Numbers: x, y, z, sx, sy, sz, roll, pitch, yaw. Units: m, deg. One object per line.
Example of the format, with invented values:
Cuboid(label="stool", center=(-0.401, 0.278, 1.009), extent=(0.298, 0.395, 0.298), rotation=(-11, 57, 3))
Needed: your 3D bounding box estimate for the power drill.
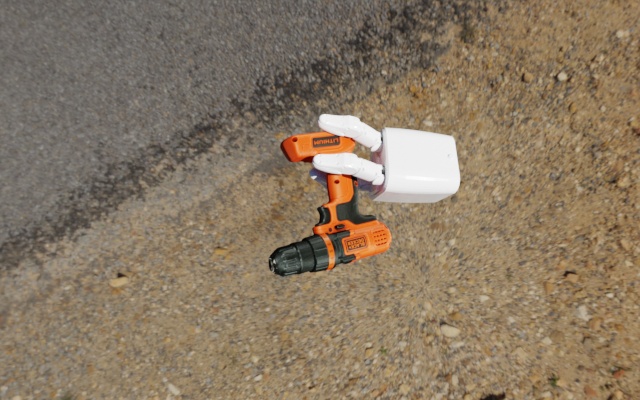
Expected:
Cuboid(label="power drill", center=(0.000, 0.002, 0.663), extent=(0.184, 0.187, 0.057), rotation=(-11, -2, -28))
